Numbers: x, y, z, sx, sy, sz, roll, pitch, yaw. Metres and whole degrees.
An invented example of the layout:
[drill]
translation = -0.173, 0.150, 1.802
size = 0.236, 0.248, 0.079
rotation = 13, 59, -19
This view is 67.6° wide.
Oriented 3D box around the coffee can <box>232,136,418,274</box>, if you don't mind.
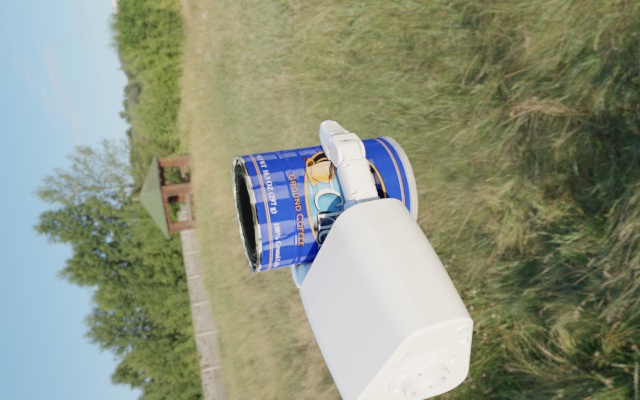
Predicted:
[coffee can]
translation = 0.000, 0.001, 0.427
size = 0.140, 0.103, 0.103
rotation = -9, 3, -17
